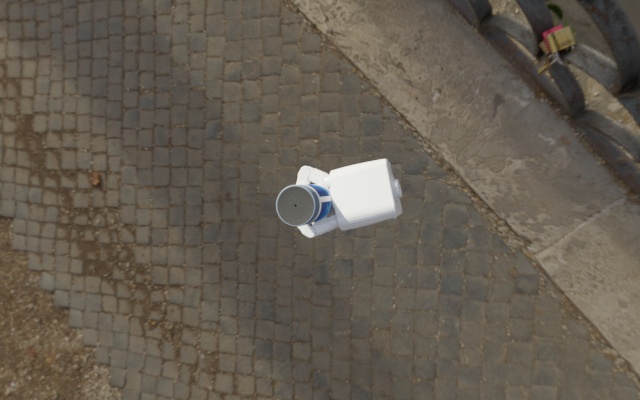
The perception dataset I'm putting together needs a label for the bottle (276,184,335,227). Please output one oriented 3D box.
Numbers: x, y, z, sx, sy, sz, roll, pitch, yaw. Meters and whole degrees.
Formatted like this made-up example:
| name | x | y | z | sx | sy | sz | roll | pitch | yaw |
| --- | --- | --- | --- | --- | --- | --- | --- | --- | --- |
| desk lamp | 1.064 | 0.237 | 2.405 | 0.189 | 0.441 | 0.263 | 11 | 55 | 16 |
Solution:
| name | x | y | z | sx | sy | sz | roll | pitch | yaw |
| --- | --- | --- | --- | --- | --- | --- | --- | --- | --- |
| bottle | 0.000 | 0.003 | 0.896 | 0.069 | 0.069 | 0.295 | 0 | 2 | 16 |
